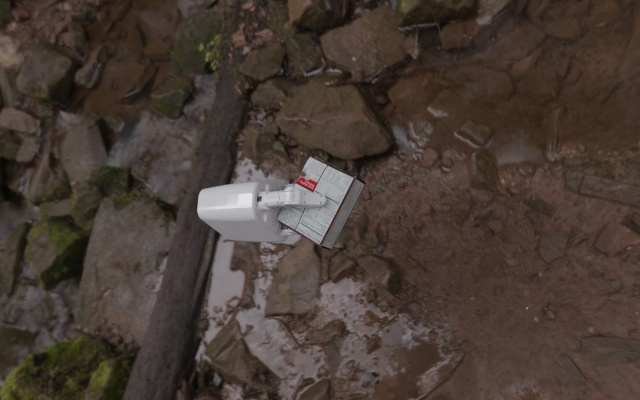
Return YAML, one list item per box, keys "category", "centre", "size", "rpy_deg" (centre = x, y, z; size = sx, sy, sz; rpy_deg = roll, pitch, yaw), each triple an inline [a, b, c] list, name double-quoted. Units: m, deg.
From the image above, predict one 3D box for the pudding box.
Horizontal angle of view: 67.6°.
- category: "pudding box"
  centre: [0.000, 0.002, 0.692]
  size: [0.090, 0.113, 0.039]
  rpy_deg: [28, 3, 31]
